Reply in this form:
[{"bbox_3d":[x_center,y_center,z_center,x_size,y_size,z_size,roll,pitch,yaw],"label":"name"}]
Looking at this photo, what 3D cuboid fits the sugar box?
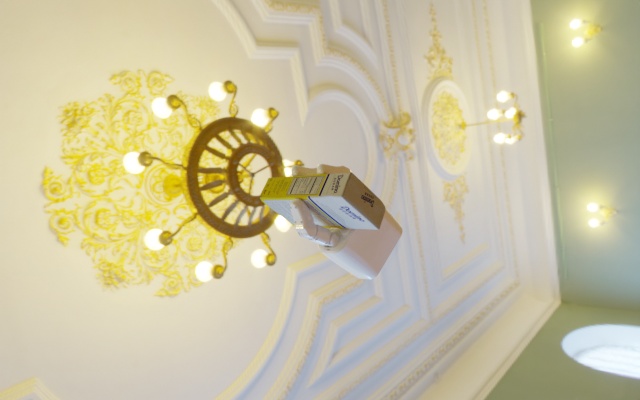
[{"bbox_3d":[0.000,0.002,0.707,0.176,0.048,0.093,-3,-33,43],"label":"sugar box"}]
